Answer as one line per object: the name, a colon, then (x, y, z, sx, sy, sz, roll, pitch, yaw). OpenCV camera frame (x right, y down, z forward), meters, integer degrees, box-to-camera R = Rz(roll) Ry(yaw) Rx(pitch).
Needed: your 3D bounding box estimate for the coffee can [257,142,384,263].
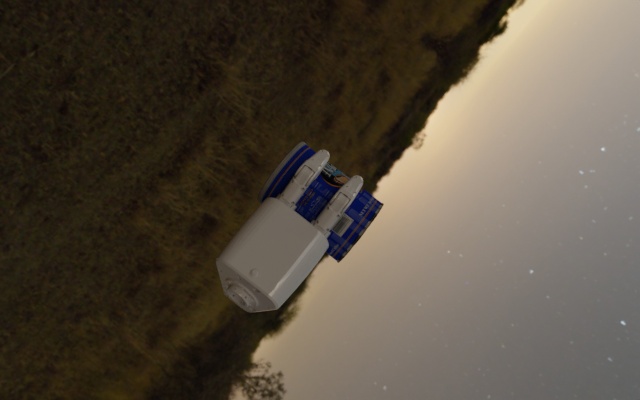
coffee can: (0.000, 0.002, 0.654, 0.140, 0.103, 0.103, 38, 2, 3)
